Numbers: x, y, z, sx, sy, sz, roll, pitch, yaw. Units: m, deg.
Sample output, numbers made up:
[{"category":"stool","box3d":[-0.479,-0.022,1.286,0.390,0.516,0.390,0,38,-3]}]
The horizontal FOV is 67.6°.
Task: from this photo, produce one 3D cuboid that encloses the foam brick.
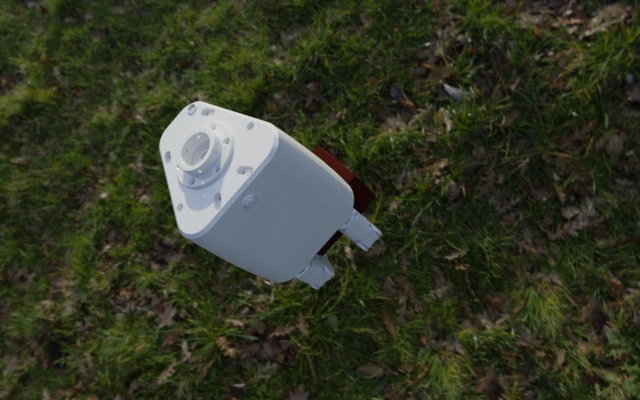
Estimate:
[{"category":"foam brick","box3d":[0.000,0.001,0.427,0.053,0.078,0.051,43,3,34]}]
